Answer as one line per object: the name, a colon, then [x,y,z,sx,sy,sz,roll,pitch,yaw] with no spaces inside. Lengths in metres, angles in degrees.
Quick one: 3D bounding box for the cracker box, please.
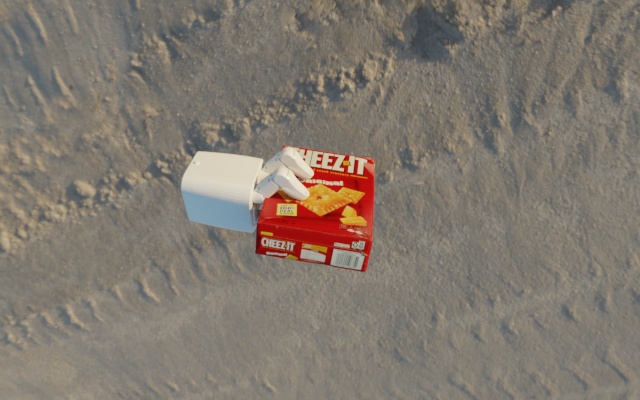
cracker box: [0.000,0.003,0.748,0.164,0.072,0.213,9,38,1]
